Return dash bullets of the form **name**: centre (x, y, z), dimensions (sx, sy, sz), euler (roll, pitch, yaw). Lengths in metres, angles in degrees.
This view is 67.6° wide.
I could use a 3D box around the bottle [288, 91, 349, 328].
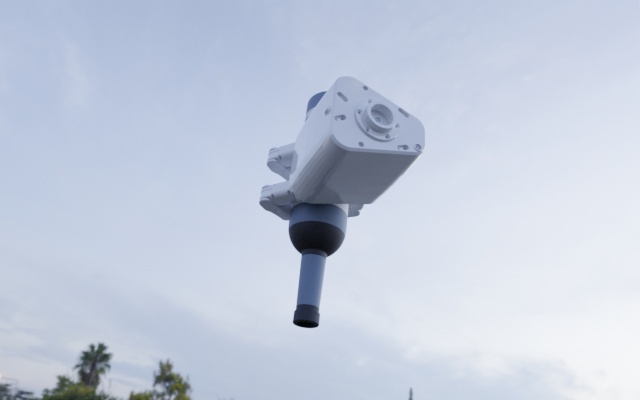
- **bottle**: centre (0.000, 0.002, 0.564), dimensions (0.069, 0.295, 0.069), euler (5, -31, 3)
